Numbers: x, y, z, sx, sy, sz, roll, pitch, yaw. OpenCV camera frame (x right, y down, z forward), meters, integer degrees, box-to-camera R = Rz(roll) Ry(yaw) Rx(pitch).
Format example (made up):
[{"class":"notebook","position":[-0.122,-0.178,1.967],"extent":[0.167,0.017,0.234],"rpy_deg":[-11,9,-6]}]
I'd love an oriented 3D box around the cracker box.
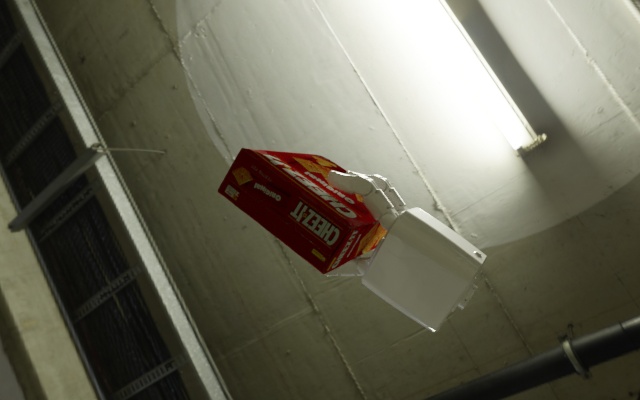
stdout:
[{"class":"cracker box","position":[0.000,0.002,0.619],"extent":[0.164,0.072,0.213],"rpy_deg":[35,16,18]}]
